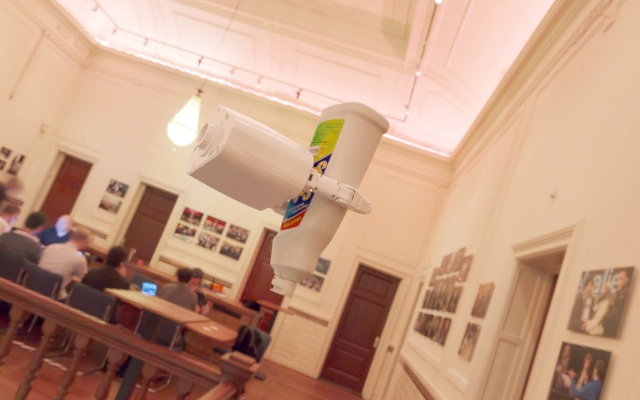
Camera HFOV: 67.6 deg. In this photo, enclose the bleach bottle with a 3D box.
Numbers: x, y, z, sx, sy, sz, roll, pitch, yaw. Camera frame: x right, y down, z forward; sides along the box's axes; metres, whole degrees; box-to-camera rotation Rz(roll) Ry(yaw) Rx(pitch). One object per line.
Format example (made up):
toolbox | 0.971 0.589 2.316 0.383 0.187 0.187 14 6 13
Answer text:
bleach bottle | 0.000 0.002 0.609 0.068 0.251 0.102 27 -11 -31
